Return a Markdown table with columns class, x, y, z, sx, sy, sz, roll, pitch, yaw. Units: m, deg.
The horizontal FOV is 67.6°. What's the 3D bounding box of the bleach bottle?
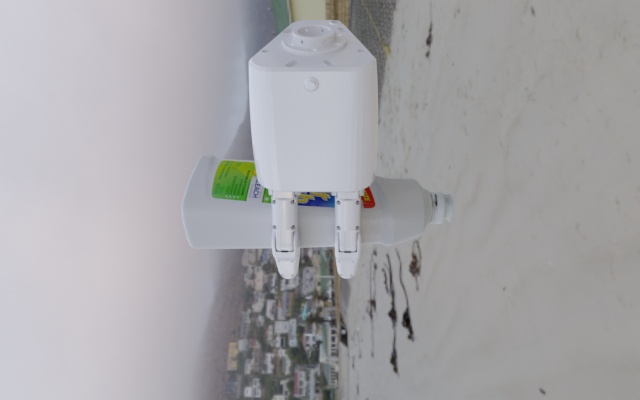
| class | x | y | z | sx | sy | sz | roll | pitch | yaw |
| --- | --- | --- | --- | --- | --- | --- | --- | --- | --- |
| bleach bottle | 0.000 | 0.002 | 0.473 | 0.251 | 0.068 | 0.102 | 0 | 38 | 2 |
